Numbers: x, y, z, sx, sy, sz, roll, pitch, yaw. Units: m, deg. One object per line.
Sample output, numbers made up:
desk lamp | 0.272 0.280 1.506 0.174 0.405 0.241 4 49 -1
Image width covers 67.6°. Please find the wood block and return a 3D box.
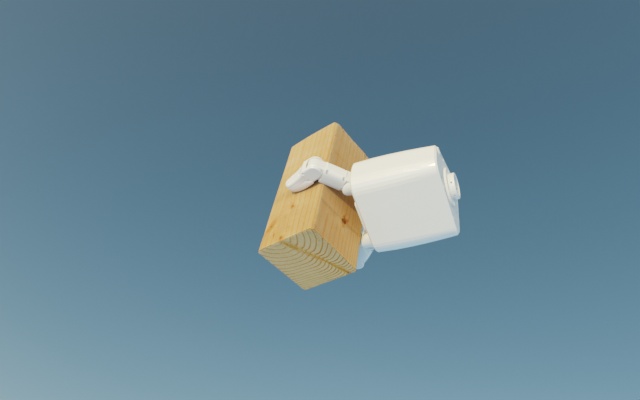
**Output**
wood block | 0.000 0.002 0.648 0.090 0.206 0.091 -26 -56 32
